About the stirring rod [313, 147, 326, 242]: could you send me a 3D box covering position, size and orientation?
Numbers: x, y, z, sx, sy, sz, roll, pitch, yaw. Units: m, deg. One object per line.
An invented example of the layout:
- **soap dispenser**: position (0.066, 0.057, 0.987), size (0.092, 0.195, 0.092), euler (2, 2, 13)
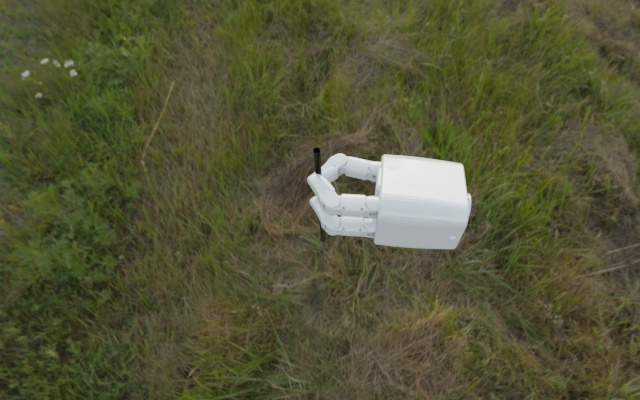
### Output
- **stirring rod**: position (0.000, 0.002, 0.664), size (0.011, 0.011, 0.240), euler (0, -31, 2)
